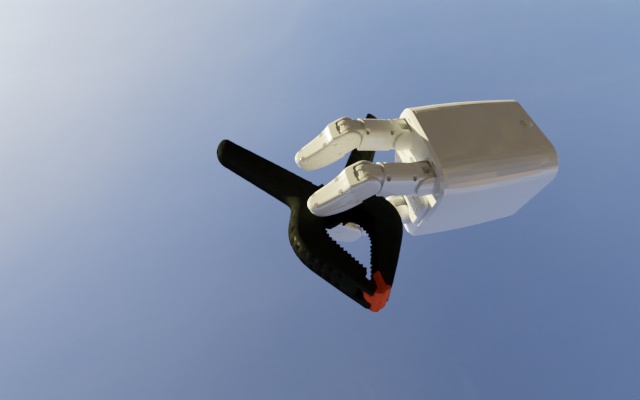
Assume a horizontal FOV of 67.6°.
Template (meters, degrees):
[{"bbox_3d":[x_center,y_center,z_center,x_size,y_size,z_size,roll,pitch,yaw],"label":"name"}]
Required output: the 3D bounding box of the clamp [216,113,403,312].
[{"bbox_3d":[0.000,0.002,0.412,0.164,0.209,0.036,-8,-41,-10],"label":"clamp"}]
